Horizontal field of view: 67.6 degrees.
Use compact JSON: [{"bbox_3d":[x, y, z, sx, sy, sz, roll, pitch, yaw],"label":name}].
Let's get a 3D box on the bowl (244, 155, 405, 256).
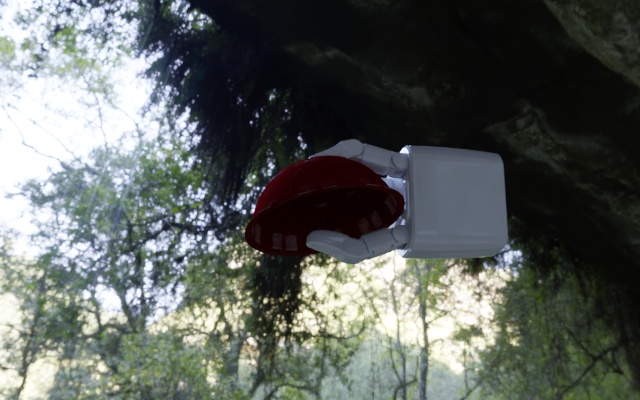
[{"bbox_3d":[-0.001,0.001,0.483,0.162,0.055,0.162,-11,-25,-5],"label":"bowl"}]
